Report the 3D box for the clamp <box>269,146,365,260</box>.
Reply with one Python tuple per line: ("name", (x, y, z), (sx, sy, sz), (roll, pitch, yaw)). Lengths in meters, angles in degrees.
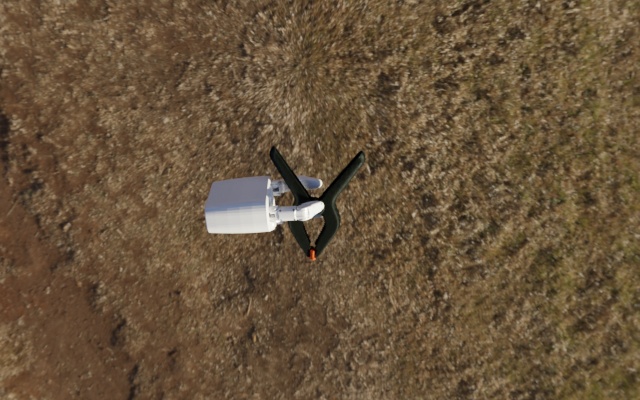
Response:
("clamp", (0.000, 0.004, 0.846), (0.164, 0.210, 0.036), (-3, 16, 2))
